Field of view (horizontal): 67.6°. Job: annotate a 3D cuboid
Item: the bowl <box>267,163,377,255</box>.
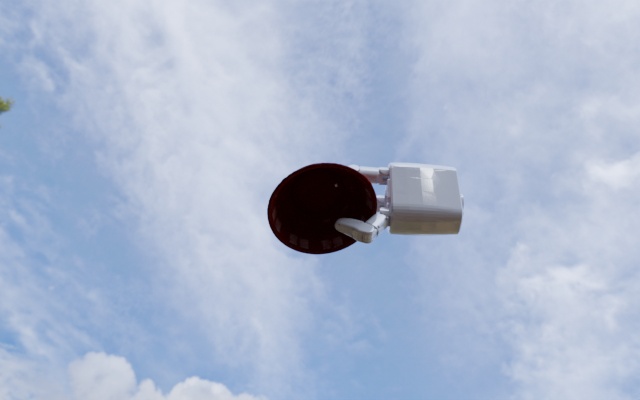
[{"bbox_3d":[-0.001,0.002,0.711,0.162,0.162,0.055,0,34,-10],"label":"bowl"}]
